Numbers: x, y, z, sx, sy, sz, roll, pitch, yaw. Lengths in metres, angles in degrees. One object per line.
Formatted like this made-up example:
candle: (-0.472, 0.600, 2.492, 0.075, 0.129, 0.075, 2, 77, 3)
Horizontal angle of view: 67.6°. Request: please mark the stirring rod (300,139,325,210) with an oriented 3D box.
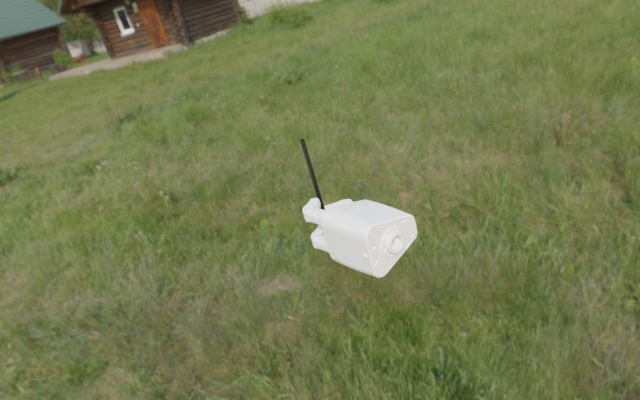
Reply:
stirring rod: (0.000, 0.003, 0.854, 0.011, 0.240, 0.011, -14, 25, 6)
